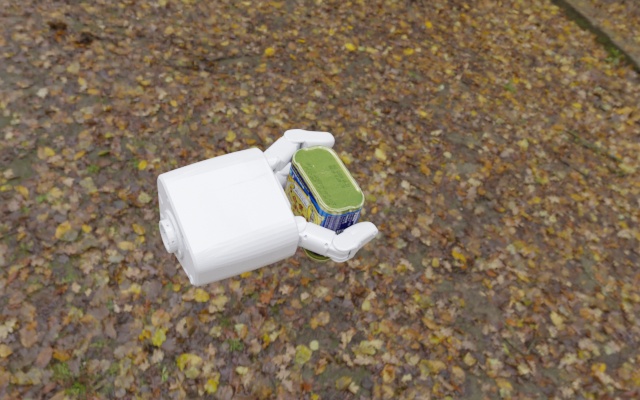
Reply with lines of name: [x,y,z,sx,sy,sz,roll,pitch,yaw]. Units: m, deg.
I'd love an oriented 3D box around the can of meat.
can of meat: [0.000,0.002,0.529,0.057,0.102,0.084,-15,-36,-26]
